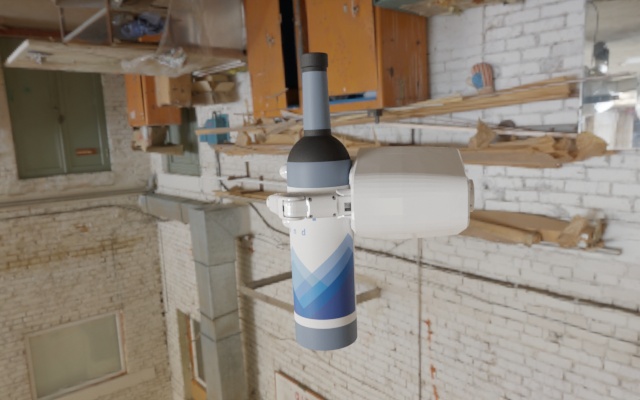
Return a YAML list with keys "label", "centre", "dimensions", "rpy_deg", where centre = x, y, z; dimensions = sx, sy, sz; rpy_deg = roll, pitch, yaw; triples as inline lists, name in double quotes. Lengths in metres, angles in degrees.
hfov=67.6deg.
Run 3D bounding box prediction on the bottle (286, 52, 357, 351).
- label: "bottle"
  centre: [0.000, 0.002, 0.491]
  dimensions: [0.069, 0.296, 0.069]
  rpy_deg: [-3, 9, 0]
